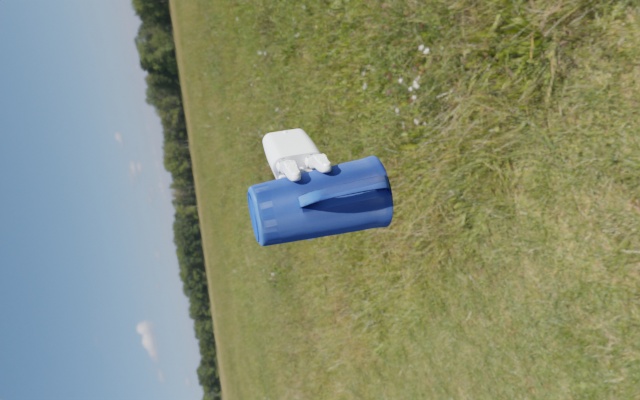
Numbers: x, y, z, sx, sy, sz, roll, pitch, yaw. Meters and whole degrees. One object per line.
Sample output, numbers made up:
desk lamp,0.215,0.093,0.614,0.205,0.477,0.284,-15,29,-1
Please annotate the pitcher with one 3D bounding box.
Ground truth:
pitcher,0.000,0.003,0.843,0.243,0.149,0.145,-12,38,-13
